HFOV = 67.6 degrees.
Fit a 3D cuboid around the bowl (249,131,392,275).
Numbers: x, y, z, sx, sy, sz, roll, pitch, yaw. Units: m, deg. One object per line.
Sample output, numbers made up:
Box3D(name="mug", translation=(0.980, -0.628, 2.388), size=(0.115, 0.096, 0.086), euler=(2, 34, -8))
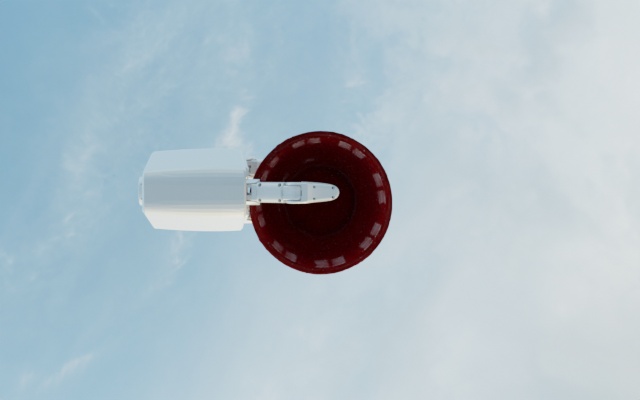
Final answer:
Box3D(name="bowl", translation=(0.001, 0.002, 0.559), size=(0.162, 0.162, 0.055), euler=(0, 3, -1))
